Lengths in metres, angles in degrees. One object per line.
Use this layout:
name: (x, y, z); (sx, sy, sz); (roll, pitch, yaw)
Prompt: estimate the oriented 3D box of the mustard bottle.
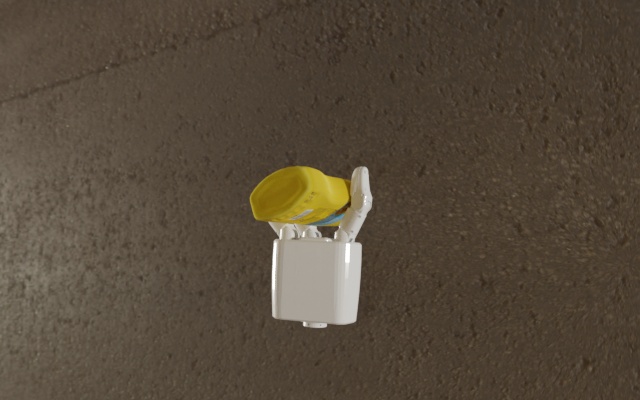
mustard bottle: (0.000, 0.002, 0.650); (0.096, 0.058, 0.191); (-28, -21, 27)
